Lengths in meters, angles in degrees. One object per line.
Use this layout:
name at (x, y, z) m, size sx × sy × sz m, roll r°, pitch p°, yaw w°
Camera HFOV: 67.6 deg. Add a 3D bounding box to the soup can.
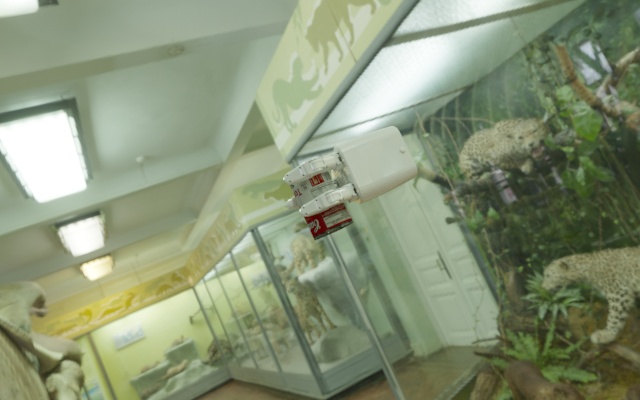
soup can at (0.000, 0.002, 0.750) m, size 0.068 × 0.102 × 0.068 m, roll -24°, pitch -7°, yaw -3°
